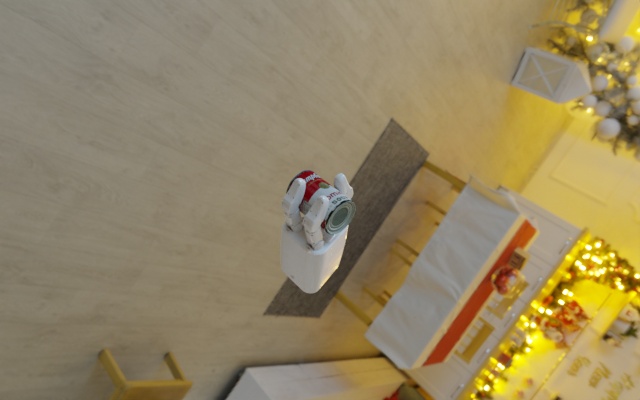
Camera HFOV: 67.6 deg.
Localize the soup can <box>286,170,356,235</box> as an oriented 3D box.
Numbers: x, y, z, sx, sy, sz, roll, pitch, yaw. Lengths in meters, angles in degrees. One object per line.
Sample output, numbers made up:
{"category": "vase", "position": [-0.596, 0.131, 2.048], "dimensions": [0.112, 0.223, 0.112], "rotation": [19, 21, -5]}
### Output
{"category": "soup can", "position": [0.000, 0.002, 0.797], "dimensions": [0.102, 0.068, 0.068], "rotation": [38, 23, 33]}
